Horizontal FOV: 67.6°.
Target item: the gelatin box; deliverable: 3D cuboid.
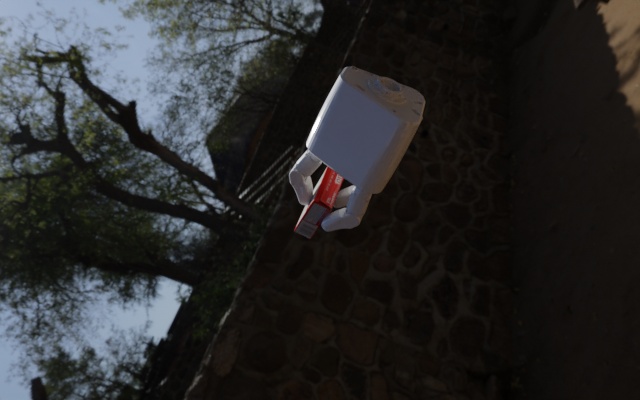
[{"bbox_3d":[0.000,0.002,0.674,0.030,0.073,0.089,27,-38,-5],"label":"gelatin box"}]
